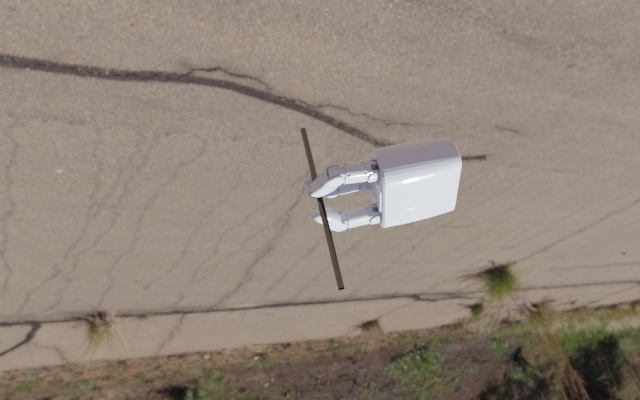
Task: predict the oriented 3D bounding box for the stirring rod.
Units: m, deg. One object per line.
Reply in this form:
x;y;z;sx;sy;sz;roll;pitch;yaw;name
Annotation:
0.000;0.002;0.626;0.011;0.239;0.011;-11;-28;-6;stirring rod
